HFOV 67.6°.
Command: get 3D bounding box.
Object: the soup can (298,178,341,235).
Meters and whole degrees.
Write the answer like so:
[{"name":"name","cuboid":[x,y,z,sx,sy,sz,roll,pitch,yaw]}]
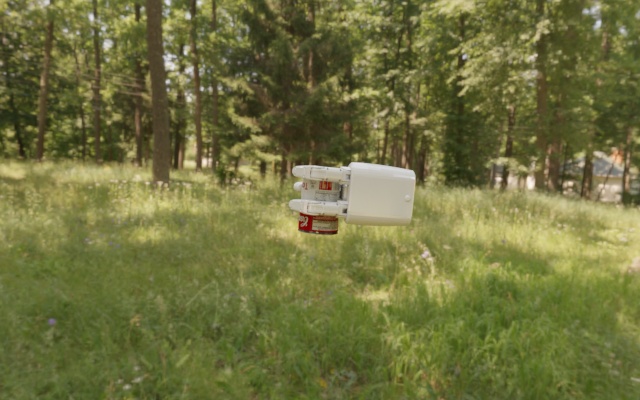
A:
[{"name":"soup can","cuboid":[0.000,0.002,0.798,0.068,0.102,0.068,5,4,0]}]
